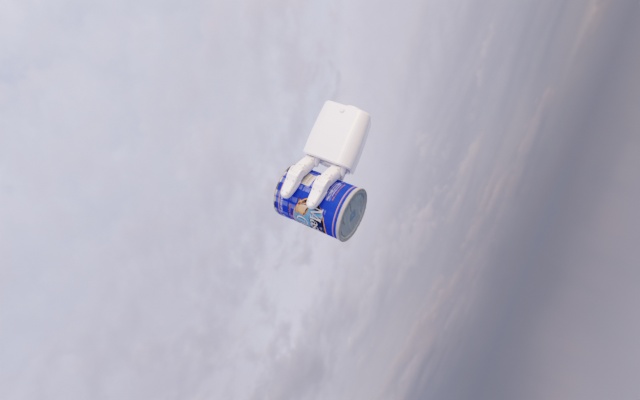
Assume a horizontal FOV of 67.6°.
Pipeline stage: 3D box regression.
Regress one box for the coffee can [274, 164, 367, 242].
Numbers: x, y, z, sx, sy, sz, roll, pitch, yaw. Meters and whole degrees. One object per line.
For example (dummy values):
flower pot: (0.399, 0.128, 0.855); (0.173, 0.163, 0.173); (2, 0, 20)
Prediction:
coffee can: (0.000, 0.003, 0.875); (0.140, 0.103, 0.103); (22, 9, 24)
